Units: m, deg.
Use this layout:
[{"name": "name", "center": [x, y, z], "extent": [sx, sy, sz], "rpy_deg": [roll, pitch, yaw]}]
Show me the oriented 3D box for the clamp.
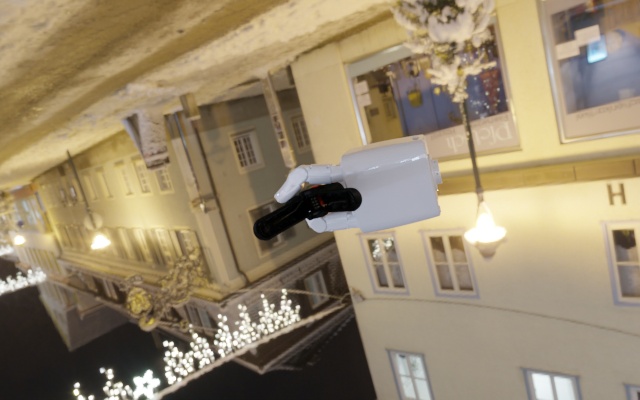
[{"name": "clamp", "center": [0.000, 0.002, 0.566], "extent": [0.120, 0.039, 0.171], "rpy_deg": [-12, 11, 15]}]
